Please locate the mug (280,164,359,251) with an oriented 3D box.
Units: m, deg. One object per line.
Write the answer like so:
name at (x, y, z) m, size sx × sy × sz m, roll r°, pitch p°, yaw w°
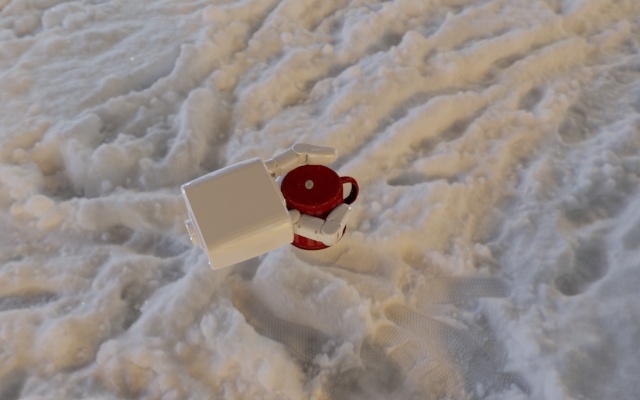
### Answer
mug at (0.001, 0.002, 0.641) m, size 0.117 × 0.093 × 0.082 m, roll -21°, pitch -39°, yaw -16°
